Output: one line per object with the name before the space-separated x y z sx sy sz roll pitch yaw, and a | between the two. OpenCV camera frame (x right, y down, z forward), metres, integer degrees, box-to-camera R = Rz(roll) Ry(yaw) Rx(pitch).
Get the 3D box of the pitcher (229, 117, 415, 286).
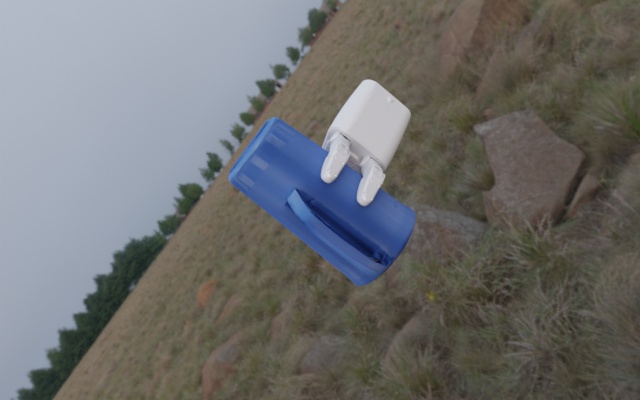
pitcher | 0.000 0.002 0.647 0.243 0.145 0.149 36 -26 -12
